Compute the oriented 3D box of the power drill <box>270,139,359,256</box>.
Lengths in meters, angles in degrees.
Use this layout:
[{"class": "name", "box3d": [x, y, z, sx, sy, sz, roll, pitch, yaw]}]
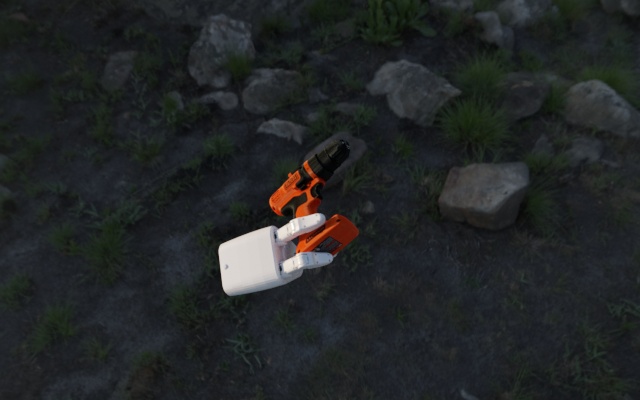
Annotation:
[{"class": "power drill", "box3d": [0.000, 0.003, 0.812, 0.184, 0.187, 0.057, -43, -50, 20]}]
